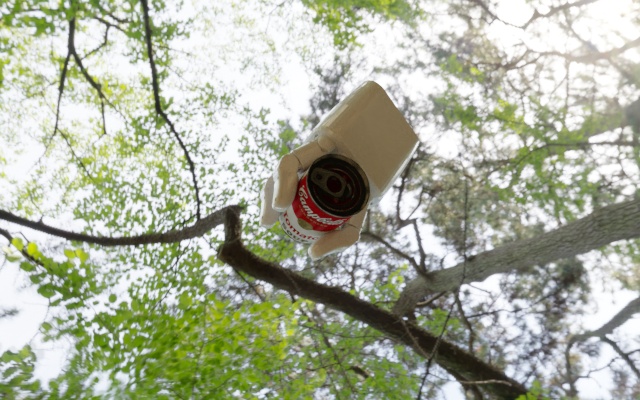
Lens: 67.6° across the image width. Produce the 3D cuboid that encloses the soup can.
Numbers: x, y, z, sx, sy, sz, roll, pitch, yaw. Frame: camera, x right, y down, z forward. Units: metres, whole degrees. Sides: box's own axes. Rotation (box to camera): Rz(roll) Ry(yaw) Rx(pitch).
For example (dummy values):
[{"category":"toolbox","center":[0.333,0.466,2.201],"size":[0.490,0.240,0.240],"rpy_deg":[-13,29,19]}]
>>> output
[{"category":"soup can","center":[0.000,0.002,0.512],"size":[0.068,0.068,0.102],"rpy_deg":[0,-20,-23]}]
